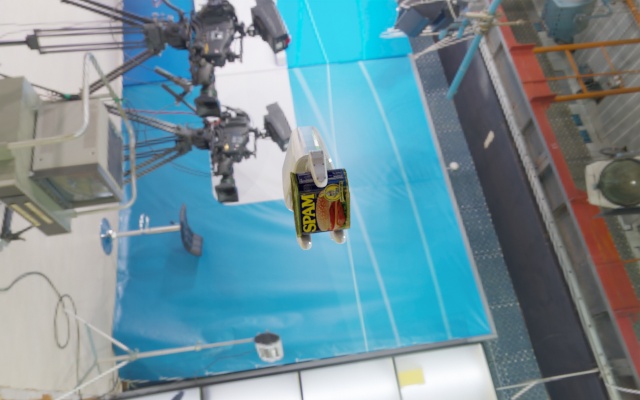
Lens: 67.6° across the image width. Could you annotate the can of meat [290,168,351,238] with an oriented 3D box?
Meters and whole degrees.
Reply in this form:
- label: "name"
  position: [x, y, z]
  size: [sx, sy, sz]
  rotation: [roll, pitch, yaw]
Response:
- label: "can of meat"
  position: [0.000, 0.002, 0.730]
  size: [0.084, 0.102, 0.057]
  rotation: [-7, 34, -7]
